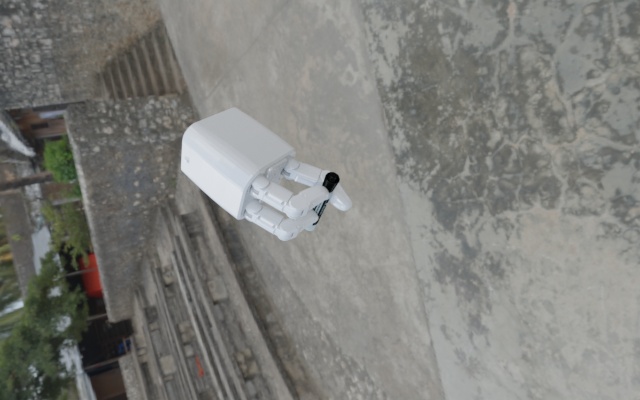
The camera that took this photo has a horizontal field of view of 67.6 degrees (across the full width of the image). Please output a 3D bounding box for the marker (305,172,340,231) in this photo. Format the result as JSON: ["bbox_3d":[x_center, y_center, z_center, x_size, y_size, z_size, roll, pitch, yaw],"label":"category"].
[{"bbox_3d":[0.000,0.002,0.628,0.020,0.020,0.121,0,-33,-19],"label":"marker"}]
